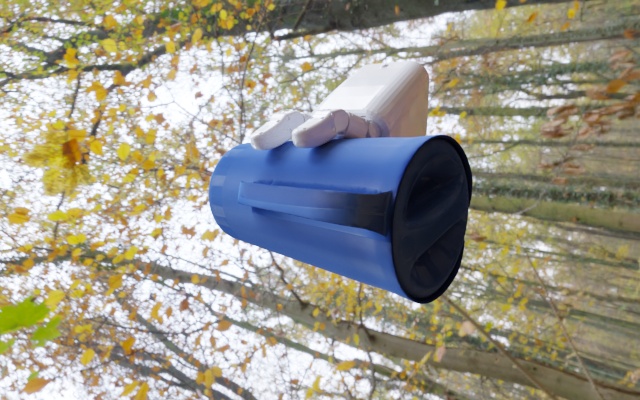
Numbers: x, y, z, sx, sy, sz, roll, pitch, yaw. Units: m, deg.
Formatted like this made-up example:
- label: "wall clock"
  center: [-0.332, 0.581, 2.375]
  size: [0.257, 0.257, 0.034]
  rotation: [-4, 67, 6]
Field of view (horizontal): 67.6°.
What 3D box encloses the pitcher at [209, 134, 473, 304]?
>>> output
- label: "pitcher"
  center: [0.000, 0.001, 0.441]
  size: [0.243, 0.149, 0.145]
  rotation: [8, 47, 40]
